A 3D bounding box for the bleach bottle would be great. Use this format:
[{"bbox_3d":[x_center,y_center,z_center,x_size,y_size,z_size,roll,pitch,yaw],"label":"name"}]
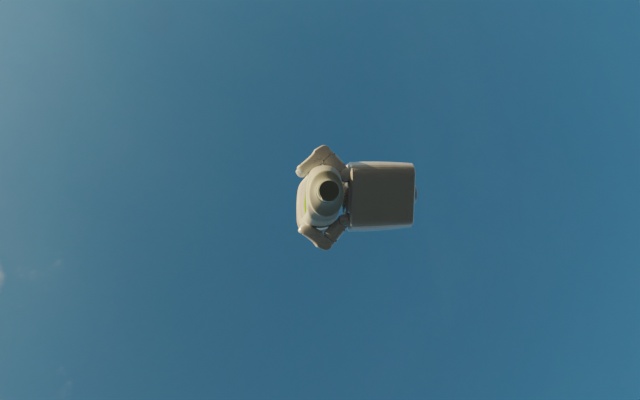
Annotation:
[{"bbox_3d":[0.000,0.002,0.763,0.068,0.102,0.251,-1,-3,-5],"label":"bleach bottle"}]
